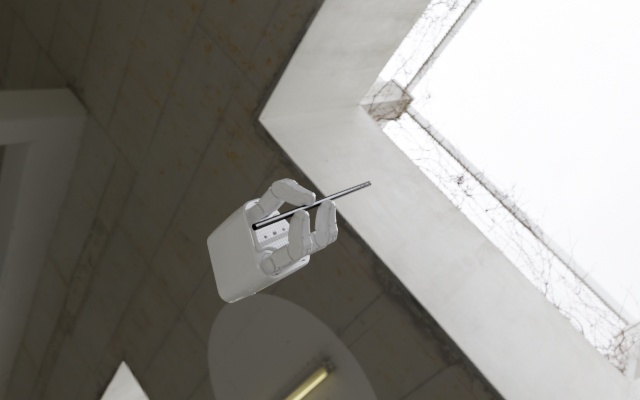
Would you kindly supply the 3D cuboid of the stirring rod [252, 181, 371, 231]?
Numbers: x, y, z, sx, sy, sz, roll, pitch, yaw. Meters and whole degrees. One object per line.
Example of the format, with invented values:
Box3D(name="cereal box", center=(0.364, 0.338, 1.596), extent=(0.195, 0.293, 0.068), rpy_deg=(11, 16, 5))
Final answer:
Box3D(name="stirring rod", center=(0.000, 0.002, 0.605), extent=(0.011, 0.011, 0.239), rpy_deg=(0, 13, 37))
